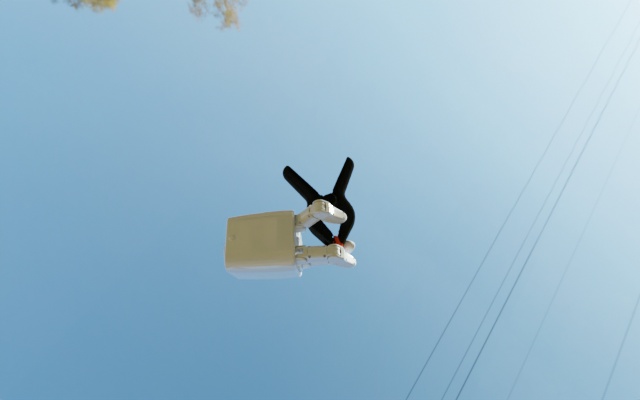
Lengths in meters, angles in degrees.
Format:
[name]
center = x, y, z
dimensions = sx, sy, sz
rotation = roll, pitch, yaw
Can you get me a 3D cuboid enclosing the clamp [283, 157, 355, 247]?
[clamp]
center = 0.000, 0.003, 0.768
dimensions = 0.120, 0.171, 0.039
rotation = -5, -33, 2
